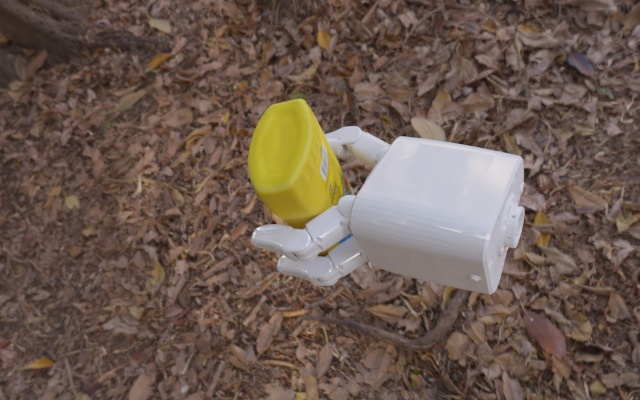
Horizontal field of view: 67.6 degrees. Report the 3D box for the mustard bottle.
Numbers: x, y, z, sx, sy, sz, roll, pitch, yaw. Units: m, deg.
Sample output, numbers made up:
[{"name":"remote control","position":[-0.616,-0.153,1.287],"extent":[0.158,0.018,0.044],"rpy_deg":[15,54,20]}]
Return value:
[{"name":"mustard bottle","position":[0.000,0.001,0.453],"extent":[0.058,0.096,0.192],"rpy_deg":[-10,-34,18]}]
